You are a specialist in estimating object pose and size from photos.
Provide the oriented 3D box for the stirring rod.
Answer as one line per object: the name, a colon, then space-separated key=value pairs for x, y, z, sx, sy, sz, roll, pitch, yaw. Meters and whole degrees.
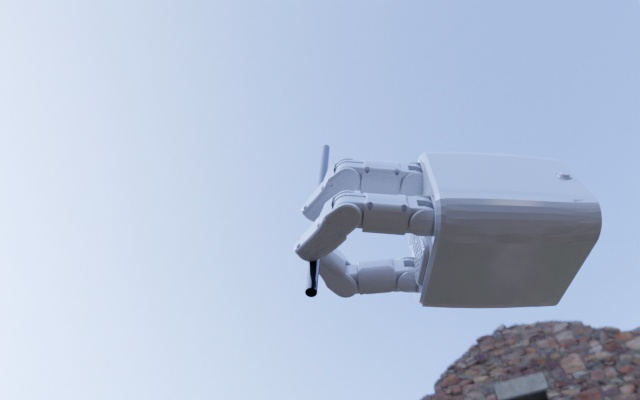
stirring rod: x=0.000 y=0.001 z=0.414 sx=0.011 sy=0.011 sz=0.239 roll=0 pitch=29 yaw=3
